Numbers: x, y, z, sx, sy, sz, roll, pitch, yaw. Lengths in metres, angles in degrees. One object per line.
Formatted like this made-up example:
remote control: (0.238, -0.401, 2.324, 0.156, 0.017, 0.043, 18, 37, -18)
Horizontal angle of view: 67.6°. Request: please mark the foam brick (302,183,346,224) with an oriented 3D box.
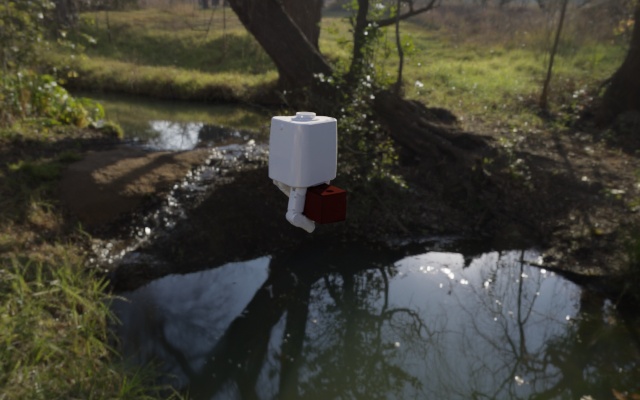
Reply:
foam brick: (0.000, 0.003, 0.811, 0.053, 0.051, 0.078, -9, 20, -37)
